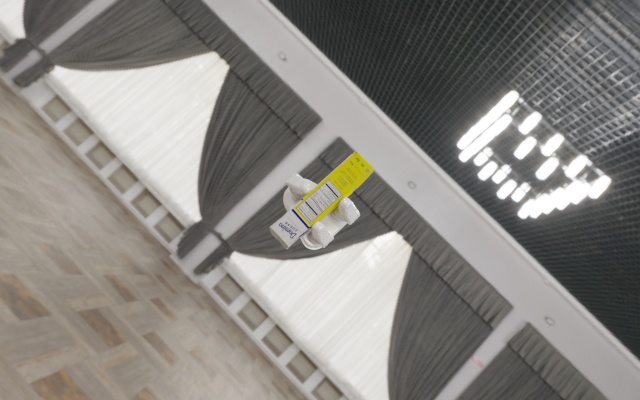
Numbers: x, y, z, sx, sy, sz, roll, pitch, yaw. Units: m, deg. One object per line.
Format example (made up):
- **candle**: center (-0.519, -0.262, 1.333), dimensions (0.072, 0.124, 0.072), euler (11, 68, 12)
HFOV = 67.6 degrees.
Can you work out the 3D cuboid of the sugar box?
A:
- **sugar box**: center (0.001, 0.003, 0.741), dimensions (0.176, 0.048, 0.093), euler (-44, -3, -9)
